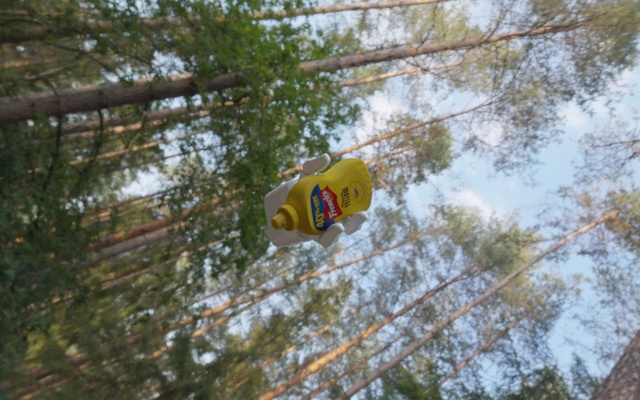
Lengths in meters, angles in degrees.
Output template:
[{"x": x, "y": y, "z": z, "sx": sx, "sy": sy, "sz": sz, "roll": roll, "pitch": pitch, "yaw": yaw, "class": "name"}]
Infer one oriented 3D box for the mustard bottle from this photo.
[{"x": 0.001, "y": 0.002, "z": 0.774, "sx": 0.191, "sy": 0.096, "sz": 0.058, "roll": -25, "pitch": 28, "yaw": -35, "class": "mustard bottle"}]
